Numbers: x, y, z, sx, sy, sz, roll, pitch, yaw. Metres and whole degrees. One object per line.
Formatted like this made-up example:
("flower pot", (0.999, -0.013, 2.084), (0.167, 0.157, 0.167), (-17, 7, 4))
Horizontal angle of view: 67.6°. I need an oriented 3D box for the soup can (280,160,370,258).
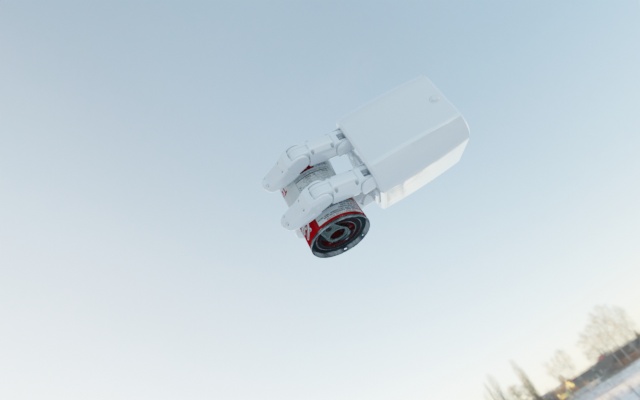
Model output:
("soup can", (0.000, 0.002, 0.518), (0.068, 0.102, 0.069), (-21, -34, -15))
